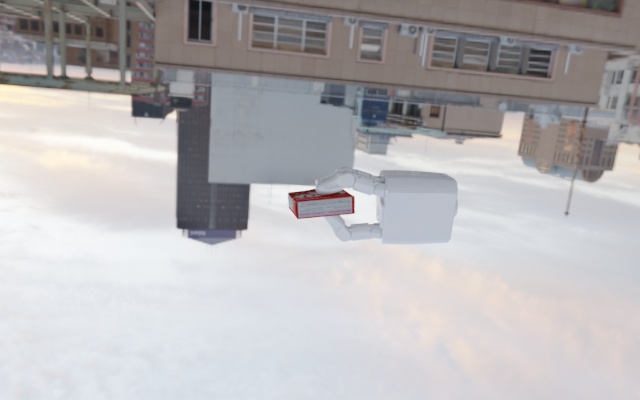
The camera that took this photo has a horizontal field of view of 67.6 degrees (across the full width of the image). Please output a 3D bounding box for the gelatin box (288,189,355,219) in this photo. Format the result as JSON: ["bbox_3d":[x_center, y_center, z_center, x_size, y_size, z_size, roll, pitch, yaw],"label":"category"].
[{"bbox_3d":[0.000,0.003,0.719,0.089,0.030,0.073,-6,13,-12],"label":"gelatin box"}]
